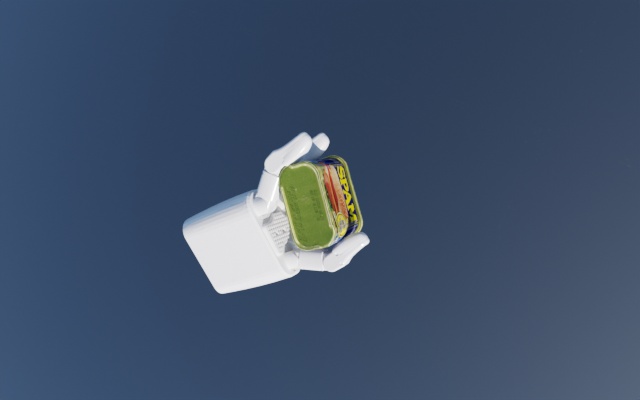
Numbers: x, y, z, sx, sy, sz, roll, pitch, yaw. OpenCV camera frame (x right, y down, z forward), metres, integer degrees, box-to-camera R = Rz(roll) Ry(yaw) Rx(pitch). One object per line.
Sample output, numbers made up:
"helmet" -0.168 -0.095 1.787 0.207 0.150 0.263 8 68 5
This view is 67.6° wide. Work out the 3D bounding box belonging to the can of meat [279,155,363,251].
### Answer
"can of meat" 0.000 0.002 0.548 0.057 0.102 0.084 -15 1 25
